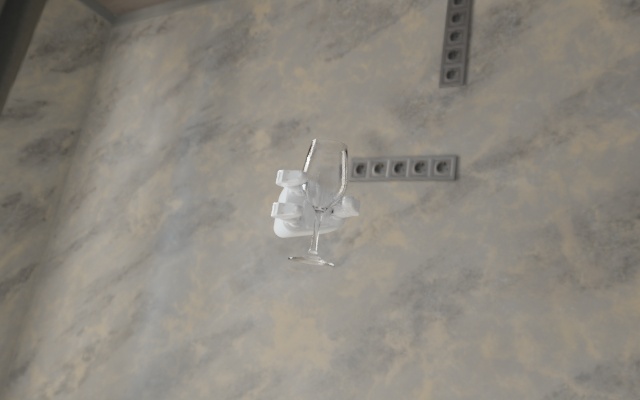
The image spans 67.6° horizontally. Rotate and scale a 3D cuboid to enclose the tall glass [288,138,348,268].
[{"bbox_3d":[0.000,0.003,0.771,0.079,0.201,0.079,9,-14,2],"label":"tall glass"}]
